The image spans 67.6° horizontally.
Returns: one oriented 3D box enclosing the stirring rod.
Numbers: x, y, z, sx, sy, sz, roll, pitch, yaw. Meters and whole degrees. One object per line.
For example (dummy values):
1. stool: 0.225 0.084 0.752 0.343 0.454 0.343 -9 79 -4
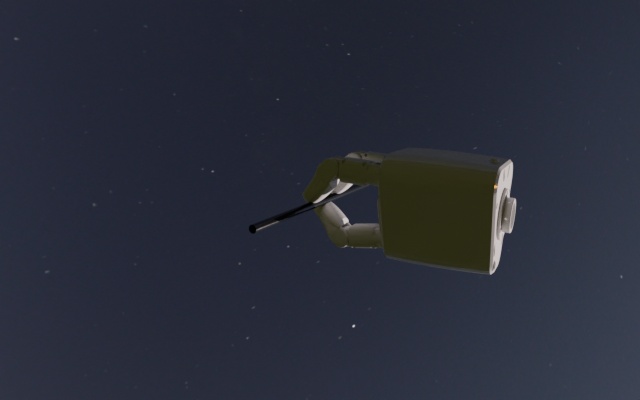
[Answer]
1. stirring rod: 0.000 0.002 0.513 0.011 0.011 0.239 0 11 30
